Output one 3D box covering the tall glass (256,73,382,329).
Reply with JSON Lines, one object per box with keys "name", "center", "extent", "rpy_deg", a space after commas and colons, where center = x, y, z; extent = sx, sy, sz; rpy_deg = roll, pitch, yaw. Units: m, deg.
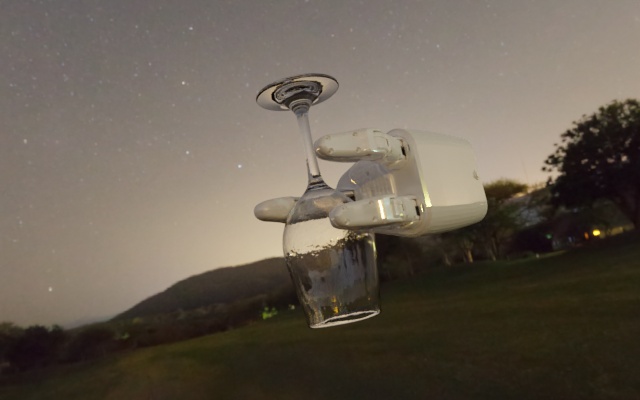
{"name": "tall glass", "center": [0.000, 0.001, 0.406], "extent": [0.079, 0.201, 0.079], "rpy_deg": [-11, -9, -2]}
